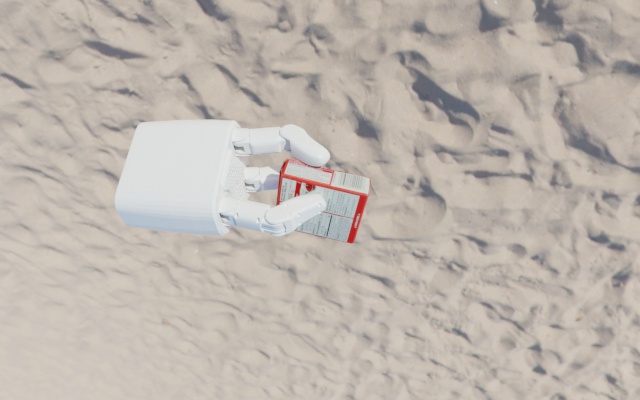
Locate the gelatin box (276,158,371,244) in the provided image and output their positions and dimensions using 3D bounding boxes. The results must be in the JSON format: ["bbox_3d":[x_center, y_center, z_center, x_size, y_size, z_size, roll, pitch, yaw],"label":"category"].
[{"bbox_3d":[0.000,0.002,0.485,0.089,0.073,0.030,13,43,2],"label":"gelatin box"}]
